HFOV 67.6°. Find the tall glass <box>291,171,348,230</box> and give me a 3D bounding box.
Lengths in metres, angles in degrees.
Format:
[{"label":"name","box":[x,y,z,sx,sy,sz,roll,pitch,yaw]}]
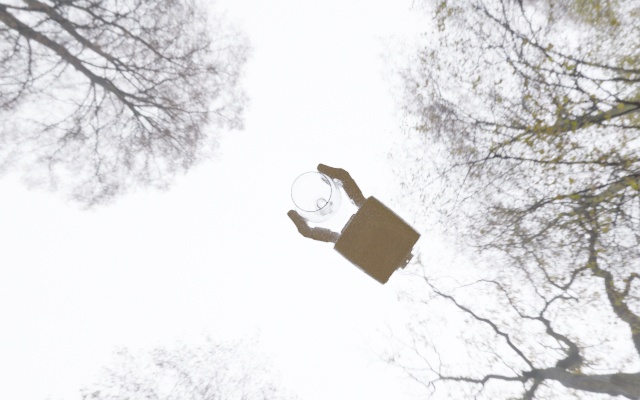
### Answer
[{"label":"tall glass","box":[0.000,0.003,0.797,0.079,0.079,0.201,0,-9,9]}]
